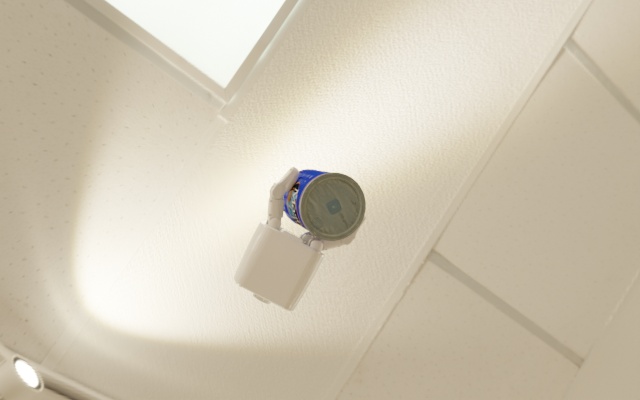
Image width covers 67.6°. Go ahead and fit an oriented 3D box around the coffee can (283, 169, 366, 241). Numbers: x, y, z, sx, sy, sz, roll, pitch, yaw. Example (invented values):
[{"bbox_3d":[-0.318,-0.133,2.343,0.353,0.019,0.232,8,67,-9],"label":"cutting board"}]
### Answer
[{"bbox_3d":[0.000,0.002,0.773,0.103,0.103,0.140,0,6,-17],"label":"coffee can"}]
